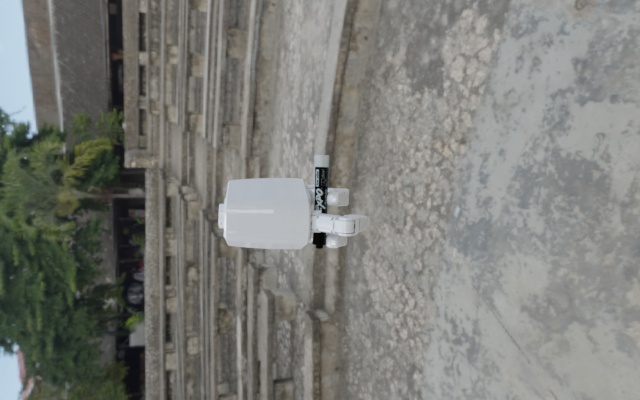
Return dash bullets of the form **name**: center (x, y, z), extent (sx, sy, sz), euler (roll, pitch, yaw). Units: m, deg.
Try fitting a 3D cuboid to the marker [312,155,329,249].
- **marker**: center (0.000, 0.002, 0.617), extent (0.020, 0.121, 0.020), euler (2, 5, 0)
